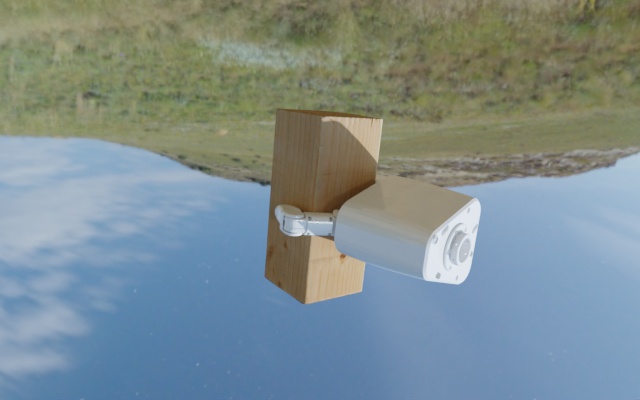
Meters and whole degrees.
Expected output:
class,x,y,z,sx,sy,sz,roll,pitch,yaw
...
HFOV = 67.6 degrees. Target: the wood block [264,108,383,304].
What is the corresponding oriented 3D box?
class,x,y,z,sx,sy,sz,roll,pitch,yaw
wood block,0.000,0.002,0.557,0.091,0.206,0.090,-4,16,-37
